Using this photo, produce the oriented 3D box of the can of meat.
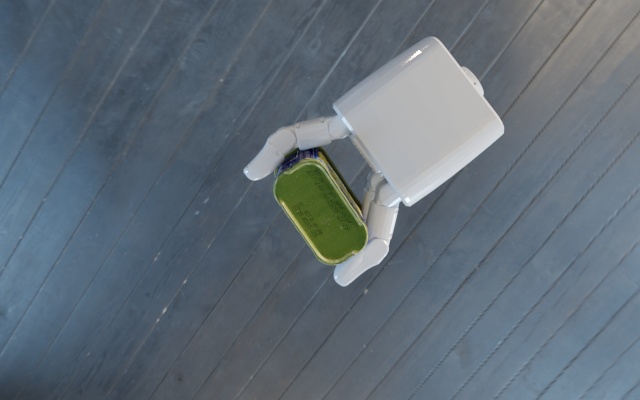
[{"bbox_3d":[0.000,0.001,0.444,0.057,0.102,0.084,-34,13,6],"label":"can of meat"}]
